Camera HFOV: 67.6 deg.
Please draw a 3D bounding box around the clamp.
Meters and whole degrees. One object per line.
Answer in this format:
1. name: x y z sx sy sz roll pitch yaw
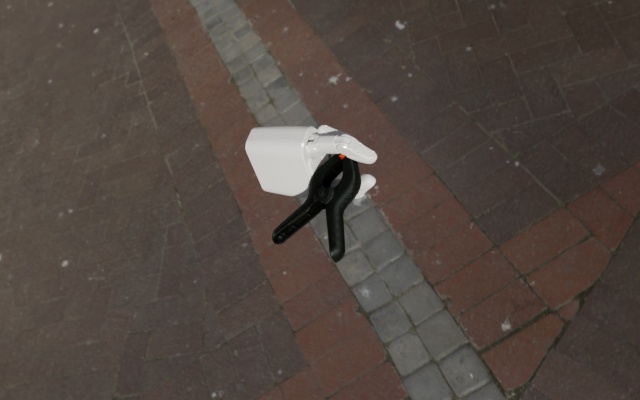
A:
1. clamp: 0.000 0.002 0.679 0.120 0.171 0.039 6 -28 27
